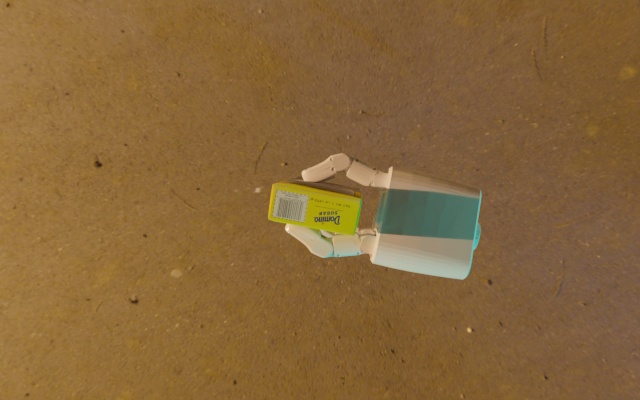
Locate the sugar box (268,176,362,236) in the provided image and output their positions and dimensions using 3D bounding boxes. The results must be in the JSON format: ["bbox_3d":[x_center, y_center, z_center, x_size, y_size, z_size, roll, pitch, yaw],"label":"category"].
[{"bbox_3d":[0.000,0.002,0.567,0.093,0.048,0.176,11,3,4],"label":"sugar box"}]
